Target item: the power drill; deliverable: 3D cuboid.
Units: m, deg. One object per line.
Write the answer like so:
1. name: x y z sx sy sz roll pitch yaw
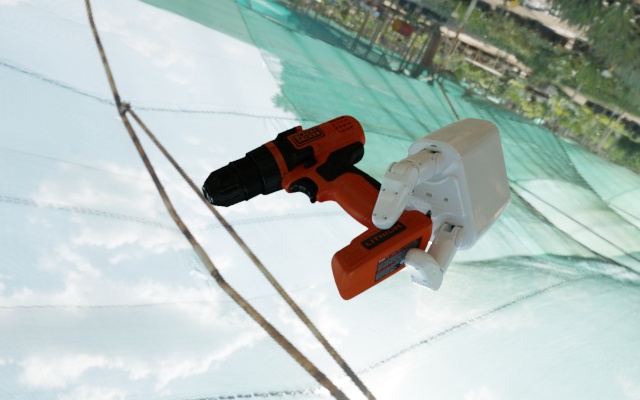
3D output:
1. power drill: 0.001 0.002 0.463 0.184 0.187 0.057 -26 -34 -19
